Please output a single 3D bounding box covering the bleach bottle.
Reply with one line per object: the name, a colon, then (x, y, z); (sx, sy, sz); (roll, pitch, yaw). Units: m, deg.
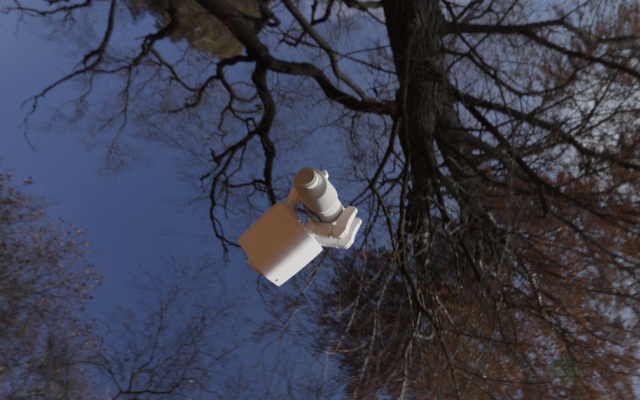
bleach bottle: (0.000, 0.003, 0.842); (0.102, 0.068, 0.251); (46, -6, 25)
